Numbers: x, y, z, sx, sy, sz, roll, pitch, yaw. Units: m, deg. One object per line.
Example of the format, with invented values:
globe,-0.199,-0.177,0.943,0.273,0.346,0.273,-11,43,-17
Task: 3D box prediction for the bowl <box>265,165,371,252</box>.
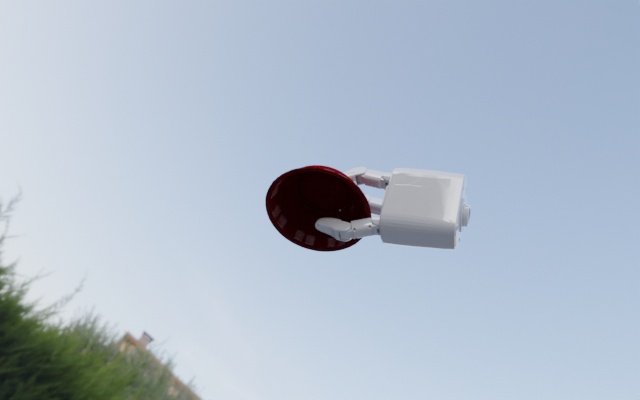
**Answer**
bowl,-0.001,0.002,0.732,0.162,0.162,0.055,0,38,13
